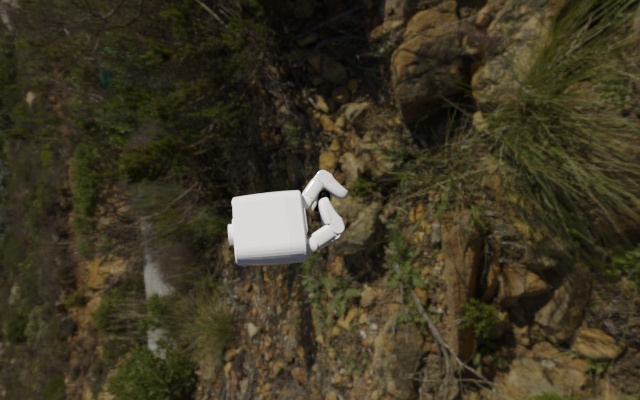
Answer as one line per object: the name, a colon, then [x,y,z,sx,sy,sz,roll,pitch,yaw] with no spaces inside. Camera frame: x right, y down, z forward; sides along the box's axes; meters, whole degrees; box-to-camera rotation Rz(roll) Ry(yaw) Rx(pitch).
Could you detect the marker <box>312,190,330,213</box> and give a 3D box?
marker: [0.000,0.003,0.787,0.020,0.020,0.121,0,-10,-6]
